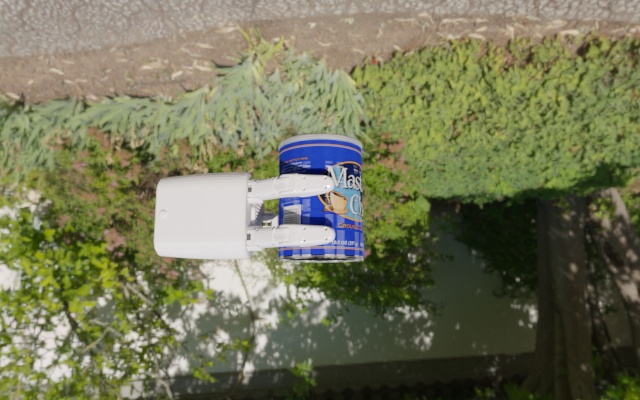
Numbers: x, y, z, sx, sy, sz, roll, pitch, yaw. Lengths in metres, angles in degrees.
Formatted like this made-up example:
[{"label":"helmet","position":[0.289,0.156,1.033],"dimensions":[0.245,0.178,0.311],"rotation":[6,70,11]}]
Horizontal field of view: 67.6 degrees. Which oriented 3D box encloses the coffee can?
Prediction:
[{"label":"coffee can","position":[0.000,0.002,0.573],"dimensions":[0.103,0.140,0.103],"rotation":[0,-10,0]}]
